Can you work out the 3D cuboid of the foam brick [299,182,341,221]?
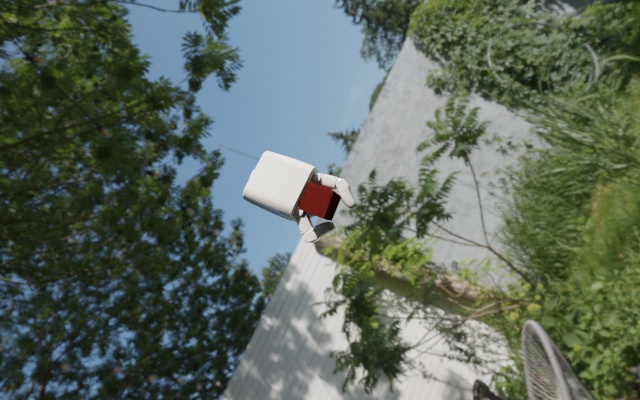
[{"bbox_3d":[0.000,0.003,0.859,0.051,0.053,0.078,22,-1,13],"label":"foam brick"}]
